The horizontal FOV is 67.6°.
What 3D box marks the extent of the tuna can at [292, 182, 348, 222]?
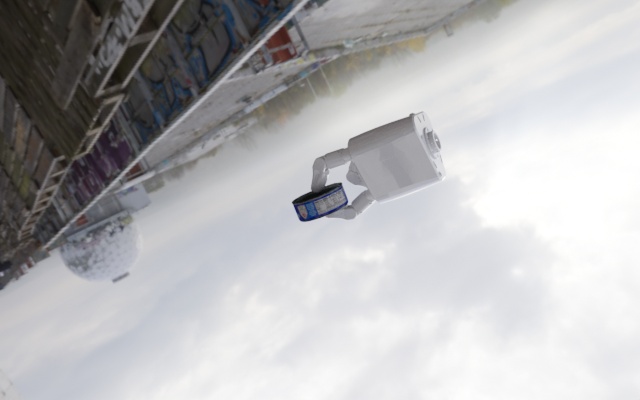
[{"bbox_3d":[0.000,0.003,0.755,0.086,0.034,0.086,-21,9,4],"label":"tuna can"}]
